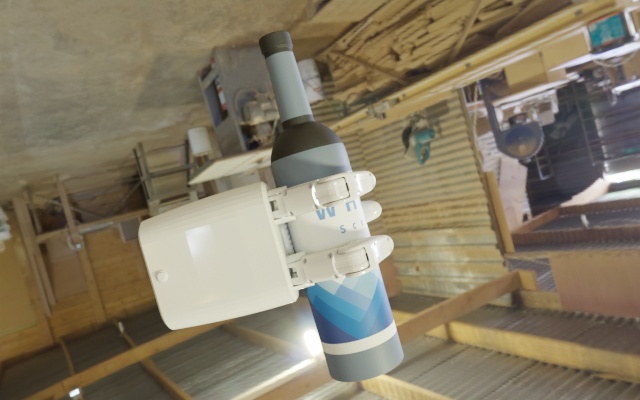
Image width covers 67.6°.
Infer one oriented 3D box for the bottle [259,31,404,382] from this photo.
[{"bbox_3d":[0.000,0.002,0.412,0.069,0.295,0.069,-16,1,0],"label":"bottle"}]
